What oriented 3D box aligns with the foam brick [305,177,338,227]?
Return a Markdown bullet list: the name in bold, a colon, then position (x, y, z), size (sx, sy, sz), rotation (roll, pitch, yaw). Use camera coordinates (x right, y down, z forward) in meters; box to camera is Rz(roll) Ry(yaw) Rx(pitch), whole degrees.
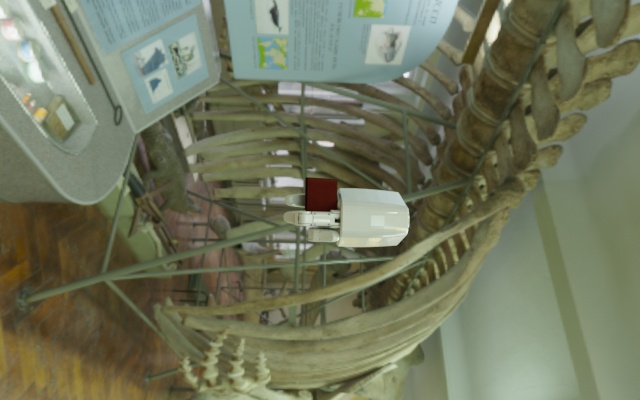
- **foam brick**: position (0.000, 0.002, 0.779), size (0.051, 0.078, 0.053), rotation (1, 1, -1)
